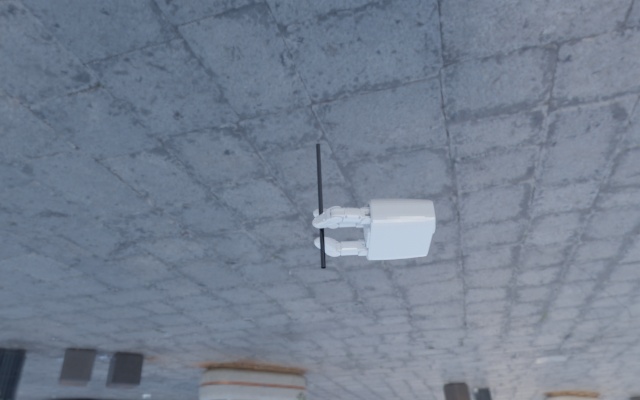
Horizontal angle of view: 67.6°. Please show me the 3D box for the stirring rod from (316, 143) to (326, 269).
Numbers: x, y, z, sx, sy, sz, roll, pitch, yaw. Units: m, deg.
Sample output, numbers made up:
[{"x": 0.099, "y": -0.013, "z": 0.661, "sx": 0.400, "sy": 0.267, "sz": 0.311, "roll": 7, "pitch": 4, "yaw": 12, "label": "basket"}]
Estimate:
[{"x": 0.000, "y": 0.003, "z": 0.826, "sx": 0.011, "sy": 0.239, "sz": 0.011, "roll": -2, "pitch": -28, "yaw": -1, "label": "stirring rod"}]
